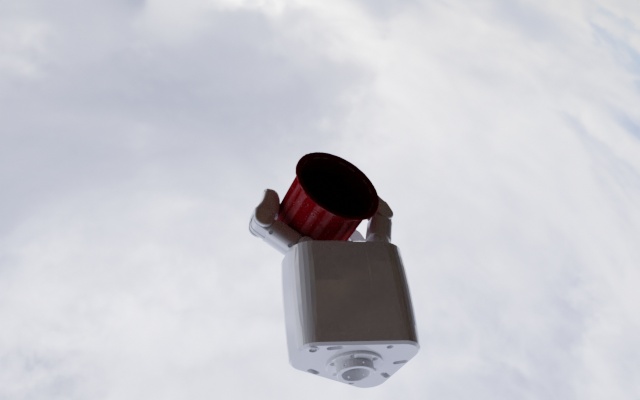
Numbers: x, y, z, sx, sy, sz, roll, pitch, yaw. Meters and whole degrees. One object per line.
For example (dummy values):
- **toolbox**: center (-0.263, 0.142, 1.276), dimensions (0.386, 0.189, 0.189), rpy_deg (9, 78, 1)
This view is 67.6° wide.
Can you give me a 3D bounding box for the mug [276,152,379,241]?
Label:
- **mug**: center (0.000, 0.001, 0.509), dimensions (0.093, 0.117, 0.081), rpy_deg (16, -49, -21)
